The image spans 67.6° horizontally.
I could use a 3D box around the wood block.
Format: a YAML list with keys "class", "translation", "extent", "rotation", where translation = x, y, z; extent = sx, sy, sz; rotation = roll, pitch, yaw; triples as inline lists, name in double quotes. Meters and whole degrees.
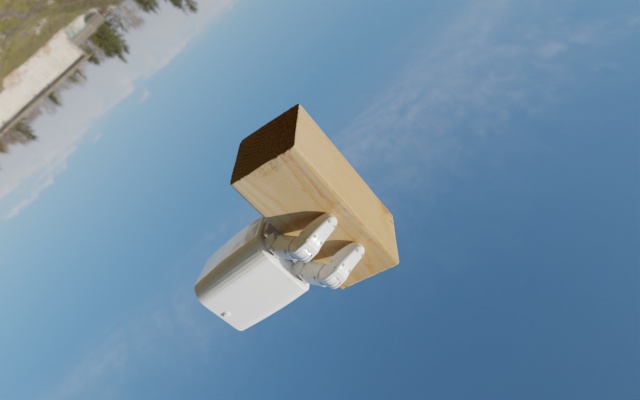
- class: "wood block"
  translation: [0.000, 0.002, 0.569]
  extent: [0.090, 0.090, 0.206]
  rotation: [-29, -56, 22]
